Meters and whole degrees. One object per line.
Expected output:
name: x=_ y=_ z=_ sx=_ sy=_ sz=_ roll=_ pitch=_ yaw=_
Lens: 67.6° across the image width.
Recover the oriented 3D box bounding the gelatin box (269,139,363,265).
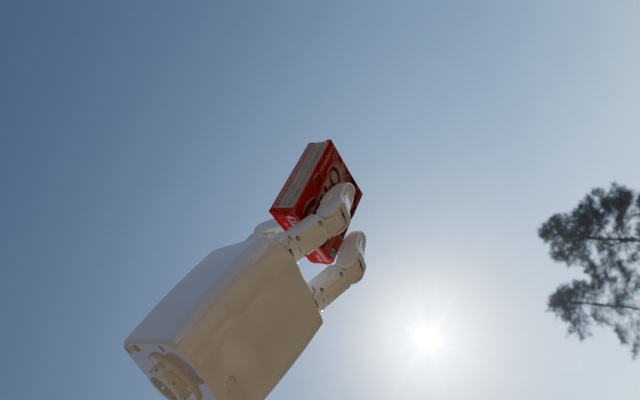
gelatin box: x=0.000 y=0.001 z=0.435 sx=0.030 sy=0.089 sz=0.073 roll=-3 pitch=-45 yaw=36
